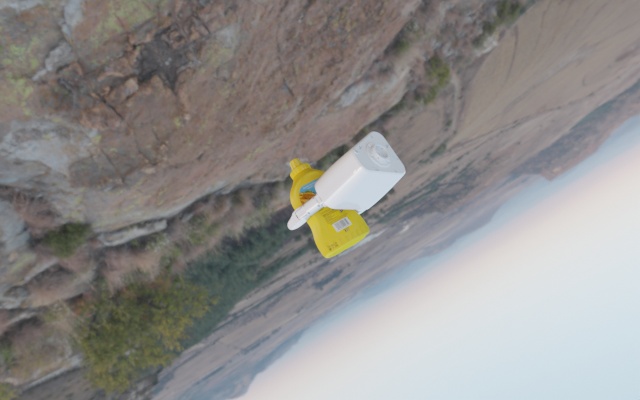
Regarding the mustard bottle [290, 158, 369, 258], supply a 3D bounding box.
[{"bbox_3d":[0.000,0.003,0.872,0.096,0.191,0.058,-27,-15,-23],"label":"mustard bottle"}]
